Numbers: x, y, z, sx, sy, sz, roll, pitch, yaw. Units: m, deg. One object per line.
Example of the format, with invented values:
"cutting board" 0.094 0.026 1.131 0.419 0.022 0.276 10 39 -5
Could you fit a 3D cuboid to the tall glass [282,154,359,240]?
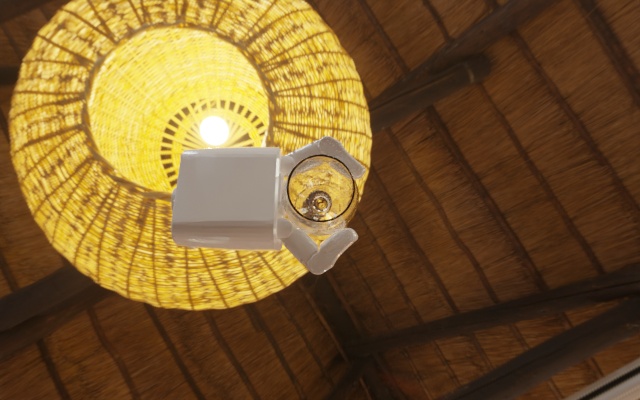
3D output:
"tall glass" 0.000 0.002 0.525 0.079 0.079 0.201 0 -8 0
